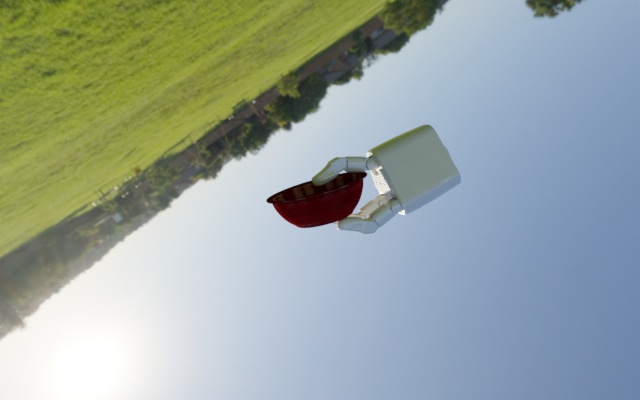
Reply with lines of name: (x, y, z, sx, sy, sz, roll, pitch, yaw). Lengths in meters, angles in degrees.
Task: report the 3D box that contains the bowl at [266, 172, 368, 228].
bowl: (-0.001, 0.003, 0.741, 0.162, 0.055, 0.162, -14, 10, 3)
